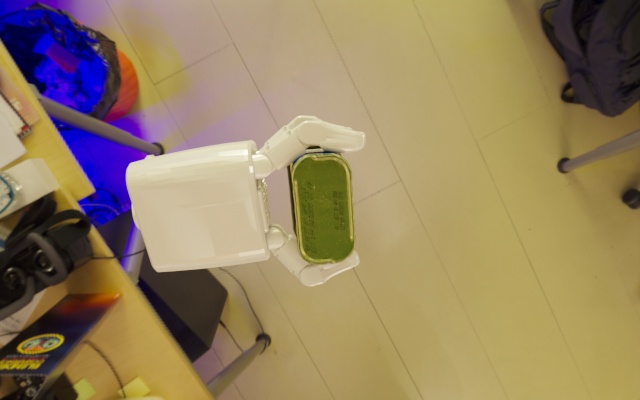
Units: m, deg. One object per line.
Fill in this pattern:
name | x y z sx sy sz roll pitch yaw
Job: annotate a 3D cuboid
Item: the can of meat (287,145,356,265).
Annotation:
can of meat | 0.000 0.002 0.446 0.057 0.102 0.084 -5 10 -3
